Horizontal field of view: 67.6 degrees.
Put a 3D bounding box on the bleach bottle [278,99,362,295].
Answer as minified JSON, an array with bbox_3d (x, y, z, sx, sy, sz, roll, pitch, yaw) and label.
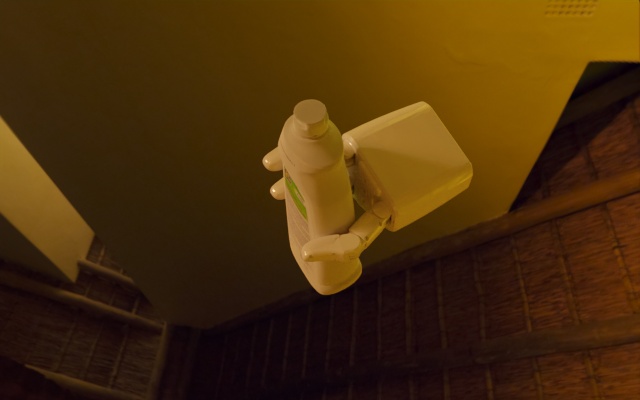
[{"bbox_3d":[0.000,0.002,0.502,0.068,0.102,0.251,-27,-31,-16],"label":"bleach bottle"}]
